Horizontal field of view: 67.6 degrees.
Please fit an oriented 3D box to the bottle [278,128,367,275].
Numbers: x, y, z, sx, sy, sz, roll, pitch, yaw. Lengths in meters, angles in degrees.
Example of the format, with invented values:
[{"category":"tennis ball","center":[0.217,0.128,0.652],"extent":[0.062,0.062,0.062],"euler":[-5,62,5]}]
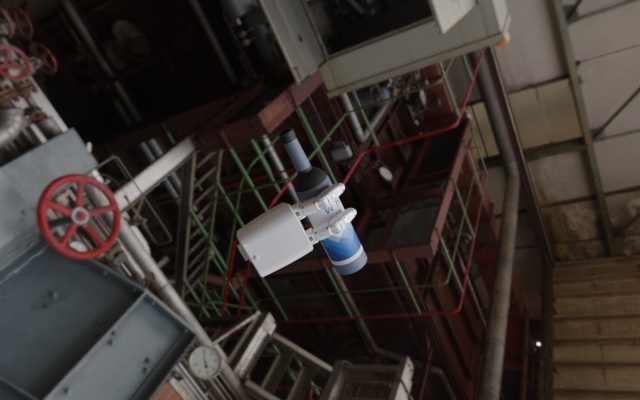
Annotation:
[{"category":"bottle","center":[0.000,0.003,0.878],"extent":[0.069,0.296,0.069],"euler":[-22,23,10]}]
